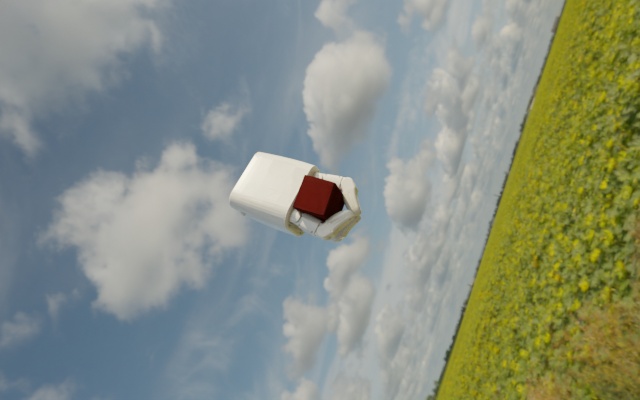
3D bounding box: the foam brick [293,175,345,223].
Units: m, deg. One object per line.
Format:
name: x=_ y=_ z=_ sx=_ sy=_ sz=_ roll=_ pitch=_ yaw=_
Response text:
foam brick: x=0.000 y=0.002 z=0.715 sx=0.051 sy=0.053 sz=0.078 roll=17 pitch=-11 yaw=19
